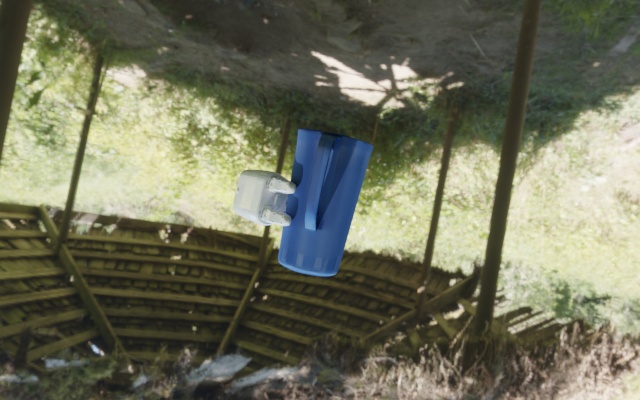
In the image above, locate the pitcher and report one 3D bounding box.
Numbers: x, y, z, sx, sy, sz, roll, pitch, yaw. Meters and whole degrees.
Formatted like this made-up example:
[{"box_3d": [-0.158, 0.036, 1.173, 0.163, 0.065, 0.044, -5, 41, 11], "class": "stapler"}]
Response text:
[{"box_3d": [0.000, 0.003, 0.822, 0.149, 0.243, 0.145, 11, 2, -38], "class": "pitcher"}]
